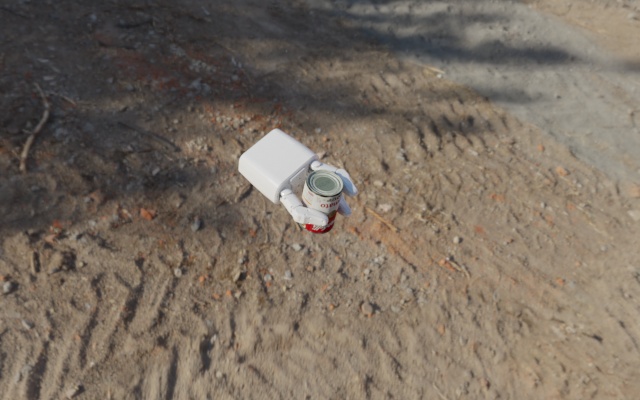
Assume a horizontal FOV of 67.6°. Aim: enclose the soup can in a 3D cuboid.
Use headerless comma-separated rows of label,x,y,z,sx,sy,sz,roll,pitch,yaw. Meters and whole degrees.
soup can,0.000,0.003,0.856,0.068,0.068,0.102,0,-43,-13
